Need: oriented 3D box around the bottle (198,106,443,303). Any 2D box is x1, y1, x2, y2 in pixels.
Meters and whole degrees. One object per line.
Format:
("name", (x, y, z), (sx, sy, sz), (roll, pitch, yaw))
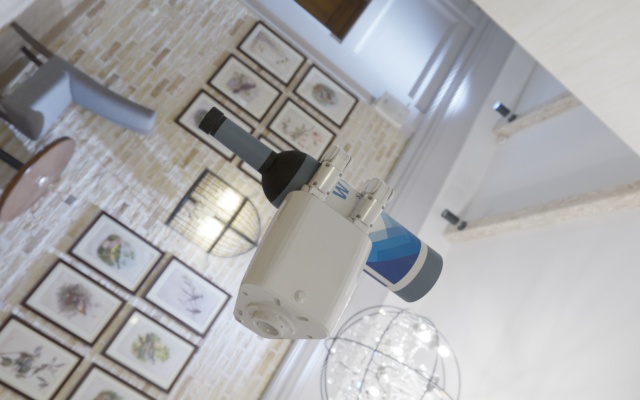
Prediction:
("bottle", (0.000, 0.002, 0.511), (0.296, 0.069, 0.069), (37, -9, -12))
